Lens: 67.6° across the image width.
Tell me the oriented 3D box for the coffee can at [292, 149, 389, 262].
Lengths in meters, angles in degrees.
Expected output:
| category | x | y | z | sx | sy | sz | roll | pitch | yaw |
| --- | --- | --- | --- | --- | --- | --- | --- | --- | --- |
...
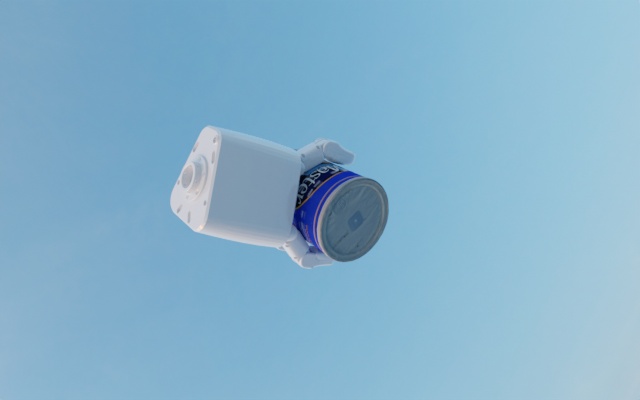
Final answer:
| category | x | y | z | sx | sy | sz | roll | pitch | yaw |
| --- | --- | --- | --- | --- | --- | --- | --- | --- | --- |
| coffee can | 0.000 | 0.002 | 0.595 | 0.103 | 0.103 | 0.140 | 0 | 18 | -38 |
